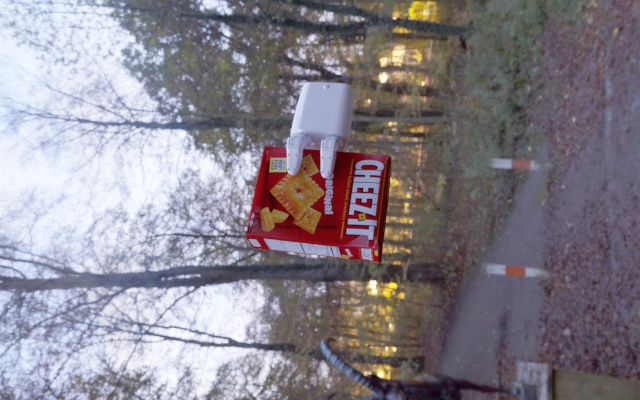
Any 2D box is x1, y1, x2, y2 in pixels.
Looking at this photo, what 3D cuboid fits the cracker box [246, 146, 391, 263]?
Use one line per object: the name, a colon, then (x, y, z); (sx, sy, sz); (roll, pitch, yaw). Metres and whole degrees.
cracker box: (0.000, 0.003, 0.774); (0.213, 0.164, 0.072); (5, -23, 11)
